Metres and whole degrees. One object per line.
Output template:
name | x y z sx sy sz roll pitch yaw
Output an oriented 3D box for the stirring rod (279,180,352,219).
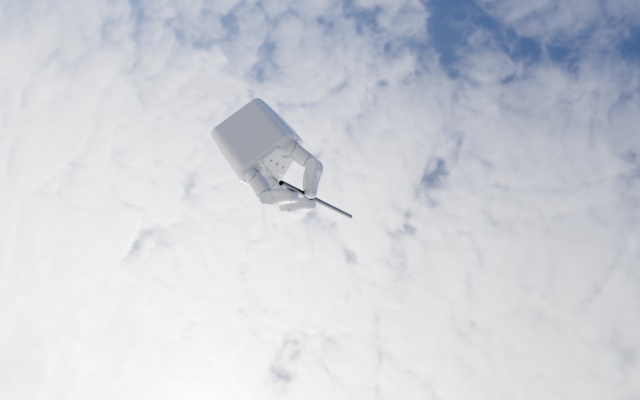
stirring rod | 0.000 0.002 0.760 0.011 0.011 0.239 0 -13 27
